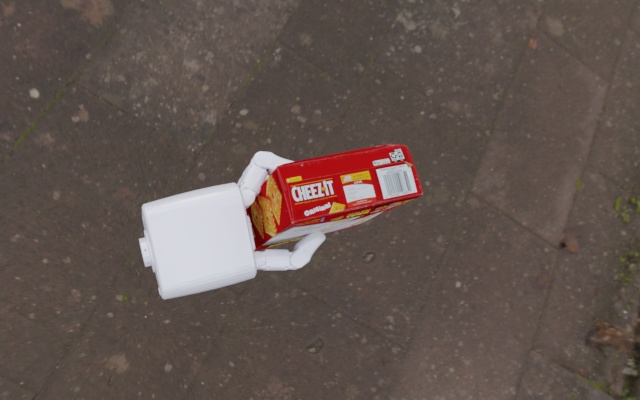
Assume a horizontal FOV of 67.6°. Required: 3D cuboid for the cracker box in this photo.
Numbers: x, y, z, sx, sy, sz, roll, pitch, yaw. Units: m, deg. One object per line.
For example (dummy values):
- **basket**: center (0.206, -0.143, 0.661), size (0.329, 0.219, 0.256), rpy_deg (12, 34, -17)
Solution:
- **cracker box**: center (0.000, 0.002, 0.607), size (0.164, 0.072, 0.214), rpy_deg (-12, -8, -22)
